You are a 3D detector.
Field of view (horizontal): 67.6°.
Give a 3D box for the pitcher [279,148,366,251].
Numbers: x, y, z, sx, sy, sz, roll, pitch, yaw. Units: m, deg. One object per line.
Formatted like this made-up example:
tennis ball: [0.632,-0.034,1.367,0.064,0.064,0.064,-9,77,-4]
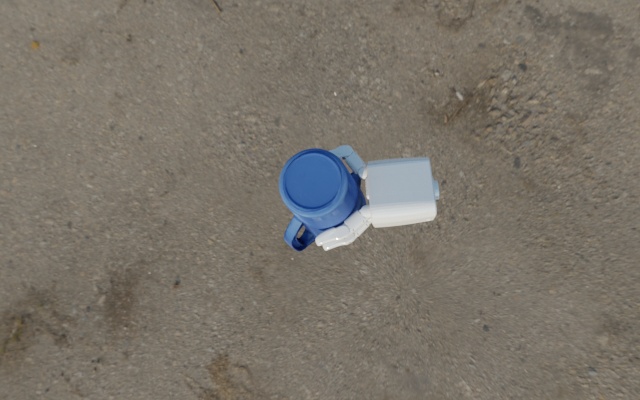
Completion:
pitcher: [0.000,0.003,0.826,0.145,0.149,0.243,-6,-12,8]
